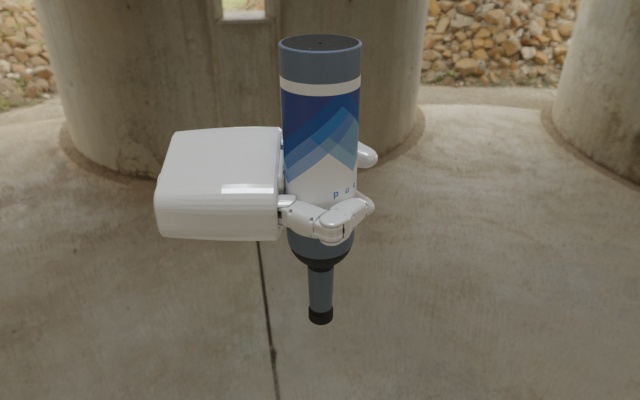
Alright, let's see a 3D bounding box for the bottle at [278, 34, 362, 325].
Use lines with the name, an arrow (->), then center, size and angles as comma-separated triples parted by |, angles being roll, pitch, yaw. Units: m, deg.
bottle -> 0.000, 0.001, 0.453 | 0.069, 0.296, 0.069 | 0, 30, 0
